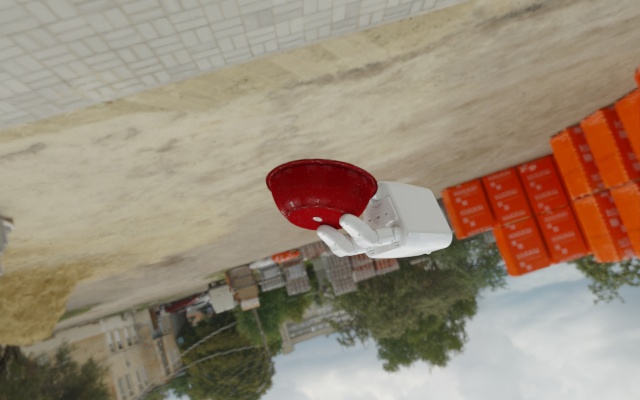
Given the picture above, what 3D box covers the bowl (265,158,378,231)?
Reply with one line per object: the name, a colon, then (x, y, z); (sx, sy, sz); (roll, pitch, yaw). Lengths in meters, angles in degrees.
bowl: (-0.001, 0.002, 0.676); (0.162, 0.055, 0.162); (4, -24, 2)
